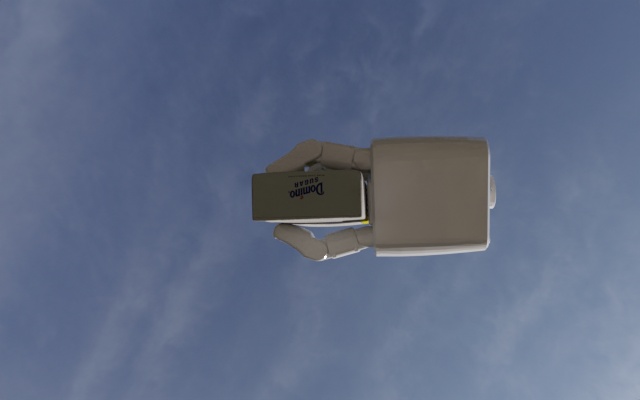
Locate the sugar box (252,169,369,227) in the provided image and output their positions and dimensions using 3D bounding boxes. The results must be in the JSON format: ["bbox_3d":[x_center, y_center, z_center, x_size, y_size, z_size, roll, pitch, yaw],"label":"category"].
[{"bbox_3d":[0.000,0.001,0.470,0.093,0.048,0.176,-2,-7,7],"label":"sugar box"}]
